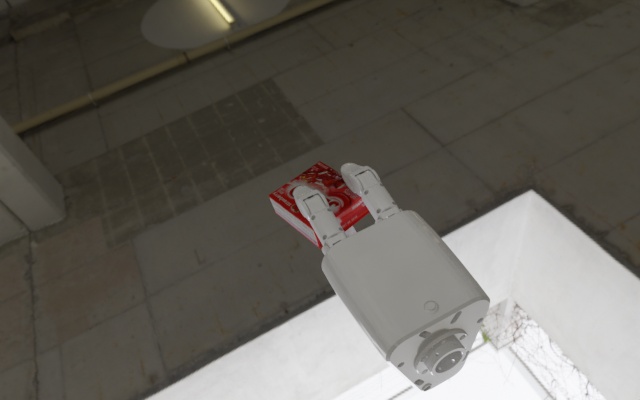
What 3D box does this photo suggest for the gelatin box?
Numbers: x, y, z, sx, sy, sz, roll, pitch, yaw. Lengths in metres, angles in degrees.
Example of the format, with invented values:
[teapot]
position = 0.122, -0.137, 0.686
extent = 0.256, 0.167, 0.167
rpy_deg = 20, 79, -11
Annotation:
[gelatin box]
position = 0.000, 0.002, 0.501
extent = 0.073, 0.030, 0.089
rpy_deg = -35, 42, -19
